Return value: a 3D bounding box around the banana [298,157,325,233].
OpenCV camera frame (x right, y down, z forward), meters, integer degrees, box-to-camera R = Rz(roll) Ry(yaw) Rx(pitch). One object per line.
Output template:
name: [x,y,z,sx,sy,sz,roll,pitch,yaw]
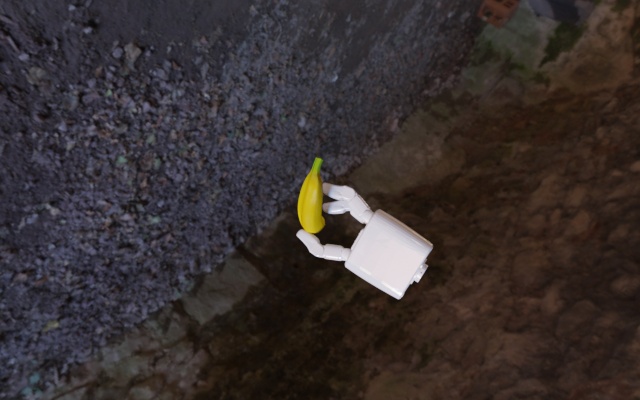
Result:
banana: [-0.010,0.014,0.787,0.037,0.069,0.198,29,-28,15]
